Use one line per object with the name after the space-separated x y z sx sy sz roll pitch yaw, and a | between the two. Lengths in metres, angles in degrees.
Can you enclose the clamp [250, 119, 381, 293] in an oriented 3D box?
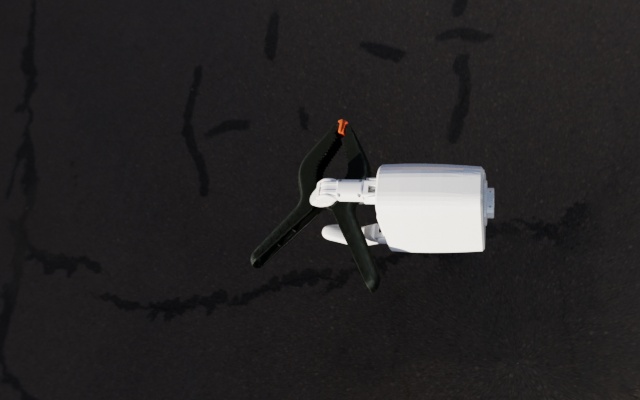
0.000 0.001 0.587 0.164 0.210 0.036 1 -17 19 | clamp
